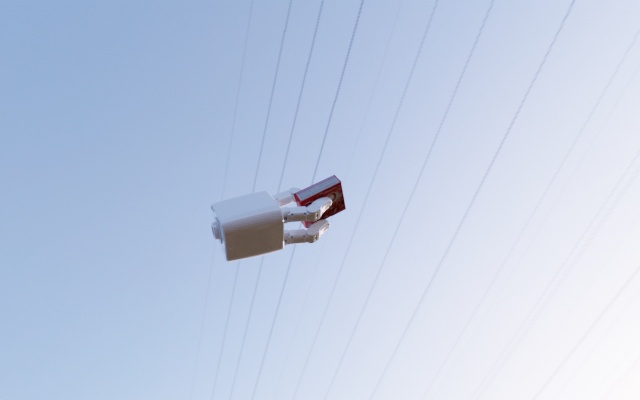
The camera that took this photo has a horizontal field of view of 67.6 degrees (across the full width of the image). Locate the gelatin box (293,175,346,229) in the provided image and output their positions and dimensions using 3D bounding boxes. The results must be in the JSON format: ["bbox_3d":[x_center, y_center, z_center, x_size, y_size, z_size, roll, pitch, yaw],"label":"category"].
[{"bbox_3d":[0.000,0.003,0.890,0.089,0.073,0.030,-26,46,-13],"label":"gelatin box"}]
